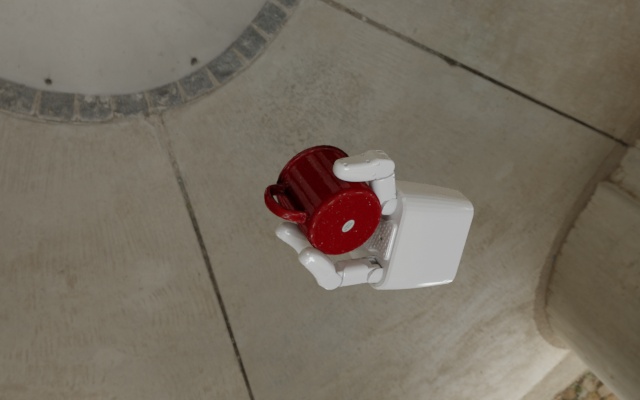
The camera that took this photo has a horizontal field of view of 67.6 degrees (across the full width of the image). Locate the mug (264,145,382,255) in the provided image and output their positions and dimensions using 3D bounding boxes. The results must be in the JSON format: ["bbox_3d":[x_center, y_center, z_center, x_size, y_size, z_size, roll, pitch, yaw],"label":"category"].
[{"bbox_3d":[-0.001,0.002,0.488,0.117,0.093,0.081,2,32,-30],"label":"mug"}]
